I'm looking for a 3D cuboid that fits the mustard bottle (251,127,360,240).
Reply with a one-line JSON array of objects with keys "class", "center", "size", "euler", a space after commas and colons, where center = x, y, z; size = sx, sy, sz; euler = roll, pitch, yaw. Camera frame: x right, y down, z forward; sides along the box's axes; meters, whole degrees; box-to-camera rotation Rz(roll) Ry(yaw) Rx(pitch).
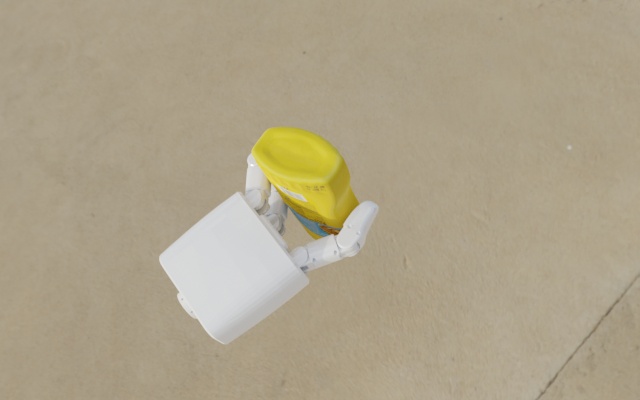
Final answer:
[{"class": "mustard bottle", "center": [0.000, 0.001, 0.522], "size": [0.096, 0.058, 0.192], "euler": [22, -20, 27]}]
